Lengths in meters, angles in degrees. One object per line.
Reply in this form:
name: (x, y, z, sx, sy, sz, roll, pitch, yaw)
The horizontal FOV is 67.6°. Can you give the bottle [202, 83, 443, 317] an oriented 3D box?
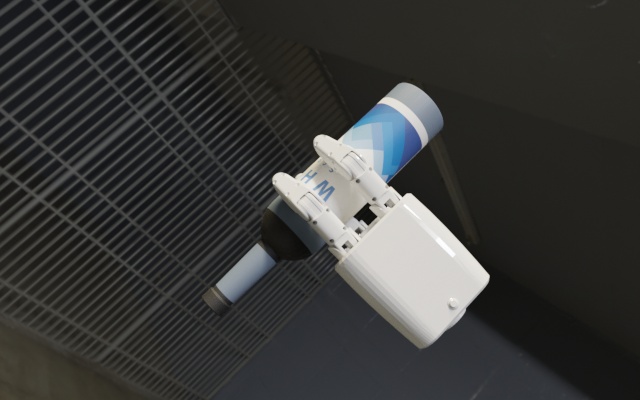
bottle: (0.000, 0.001, 0.482, 0.295, 0.069, 0.069, -44, 9, -10)
